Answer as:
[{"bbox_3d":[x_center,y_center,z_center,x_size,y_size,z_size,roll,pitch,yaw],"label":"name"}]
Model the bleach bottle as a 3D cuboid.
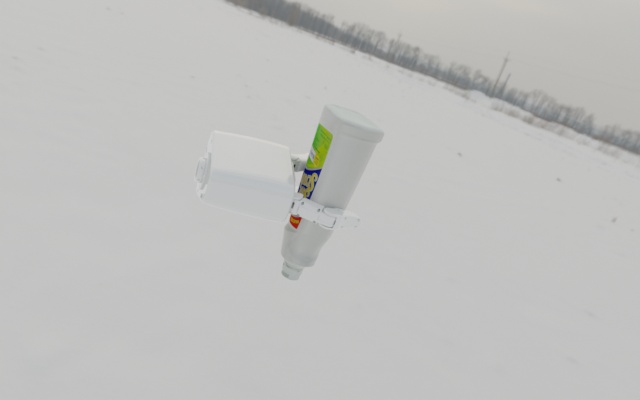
[{"bbox_3d":[0.000,0.002,0.650,0.068,0.251,0.102,12,21,-22],"label":"bleach bottle"}]
